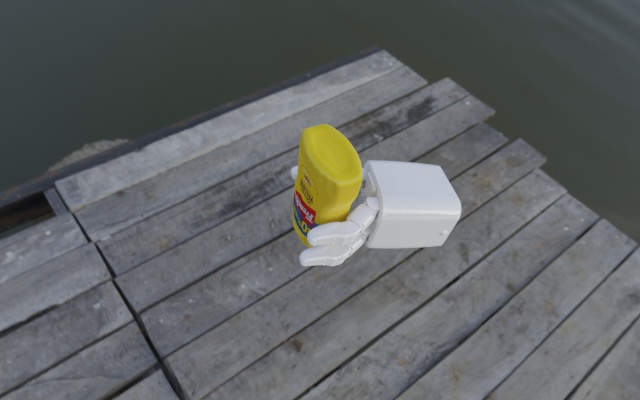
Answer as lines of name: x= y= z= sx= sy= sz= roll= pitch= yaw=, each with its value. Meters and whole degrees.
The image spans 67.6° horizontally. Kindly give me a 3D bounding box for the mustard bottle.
mustard bottle: x=0.000 y=0.002 z=0.606 sx=0.058 sy=0.096 sz=0.192 roll=-19 pitch=-31 yaw=-22
